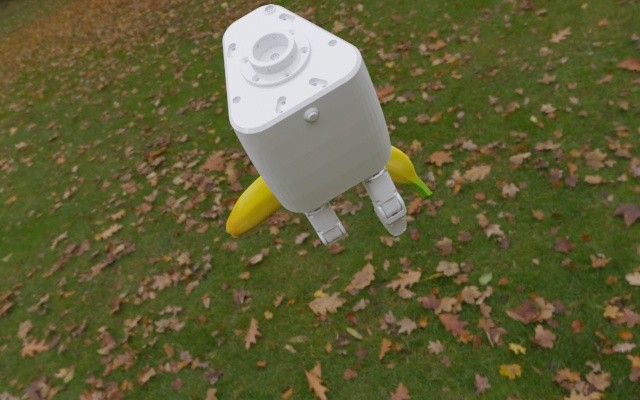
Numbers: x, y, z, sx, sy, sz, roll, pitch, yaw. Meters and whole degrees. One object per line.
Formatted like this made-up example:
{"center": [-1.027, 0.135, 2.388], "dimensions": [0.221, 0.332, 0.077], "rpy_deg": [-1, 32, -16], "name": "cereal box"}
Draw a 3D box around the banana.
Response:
{"center": [0.000, -0.017, 0.447], "dimensions": [0.198, 0.069, 0.037], "rpy_deg": [-11, -8, 8], "name": "banana"}
